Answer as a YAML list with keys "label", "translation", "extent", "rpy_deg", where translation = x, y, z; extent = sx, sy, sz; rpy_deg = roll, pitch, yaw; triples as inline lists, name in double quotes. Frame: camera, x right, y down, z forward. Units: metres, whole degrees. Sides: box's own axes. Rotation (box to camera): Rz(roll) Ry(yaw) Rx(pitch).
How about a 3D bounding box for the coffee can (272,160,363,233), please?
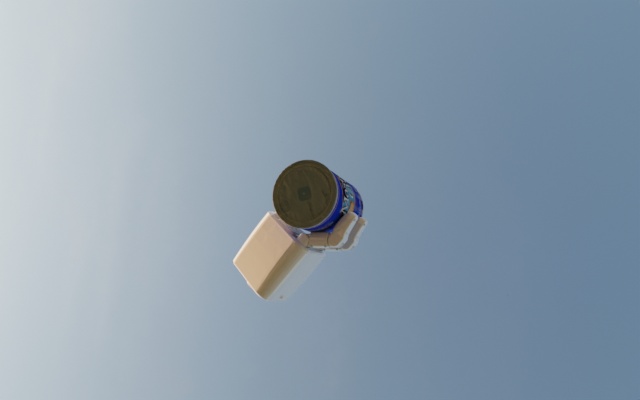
- label: "coffee can"
  translation: [0.000, 0.002, 0.758]
  extent: [0.103, 0.103, 0.140]
  rpy_deg: [0, -10, 21]
